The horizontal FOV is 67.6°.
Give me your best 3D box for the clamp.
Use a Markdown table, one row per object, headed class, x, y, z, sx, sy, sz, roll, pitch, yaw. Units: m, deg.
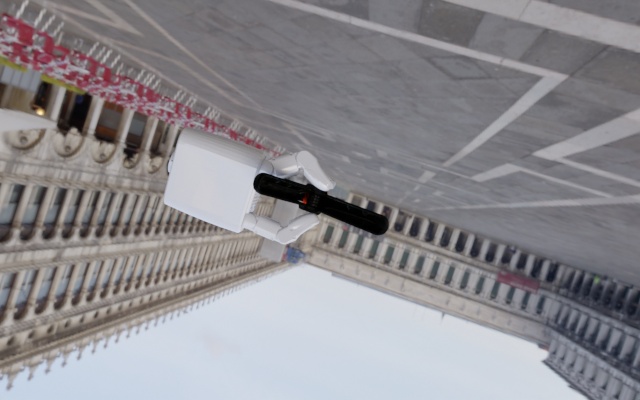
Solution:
| class | x | y | z | sx | sy | sz | roll | pitch | yaw |
| --- | --- | --- | --- | --- | --- | --- | --- | --- | --- |
| clamp | 0.000 | 0.003 | 0.632 | 0.164 | 0.036 | 0.210 | 21 | 1 | -2 |
